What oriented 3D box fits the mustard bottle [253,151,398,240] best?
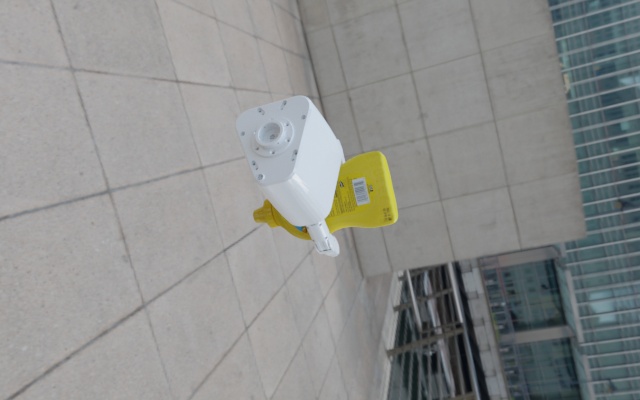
[{"bbox_3d":[0.000,0.002,0.636,0.191,0.096,0.058,-13,-4,14],"label":"mustard bottle"}]
